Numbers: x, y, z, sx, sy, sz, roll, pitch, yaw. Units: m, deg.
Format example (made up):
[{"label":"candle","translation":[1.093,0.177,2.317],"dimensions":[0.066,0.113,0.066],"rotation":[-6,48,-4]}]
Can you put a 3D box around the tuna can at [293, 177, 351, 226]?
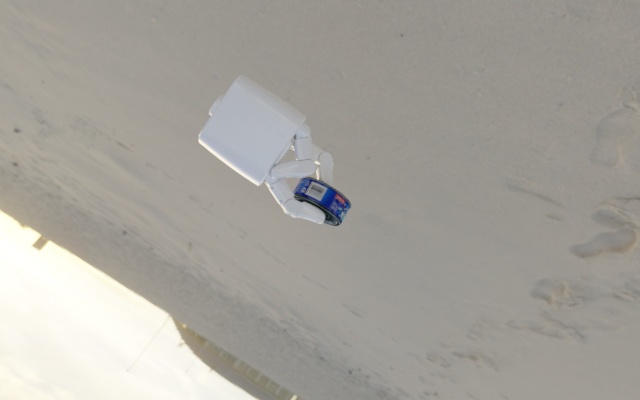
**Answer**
[{"label":"tuna can","translation":[0.000,0.003,0.701],"dimensions":[0.086,0.033,0.086],"rotation":[28,-15,8]}]
